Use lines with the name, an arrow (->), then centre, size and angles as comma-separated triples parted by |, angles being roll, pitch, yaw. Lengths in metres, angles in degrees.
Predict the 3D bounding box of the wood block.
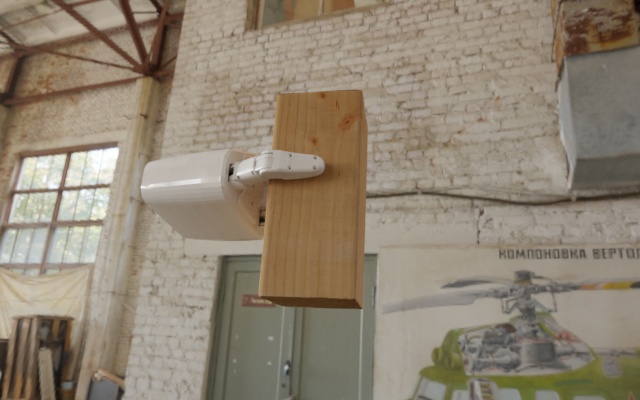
wood block -> 0.000, 0.001, 0.489 | 0.090, 0.206, 0.091 | 0, -18, 11
